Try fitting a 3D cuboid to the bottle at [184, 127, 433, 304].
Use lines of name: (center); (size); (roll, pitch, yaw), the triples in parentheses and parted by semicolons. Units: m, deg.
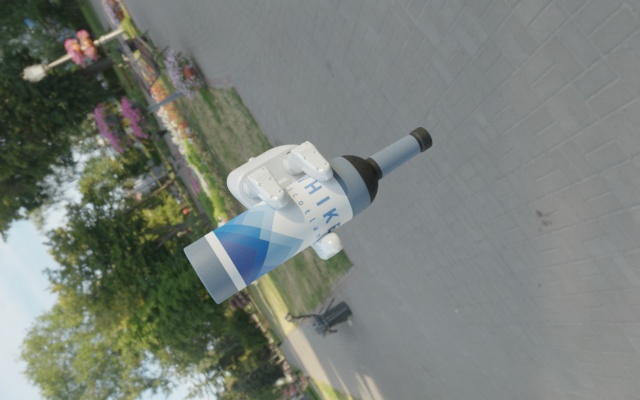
bottle: (0.000, 0.002, 0.519); (0.295, 0.069, 0.069); (-32, 8, -14)
